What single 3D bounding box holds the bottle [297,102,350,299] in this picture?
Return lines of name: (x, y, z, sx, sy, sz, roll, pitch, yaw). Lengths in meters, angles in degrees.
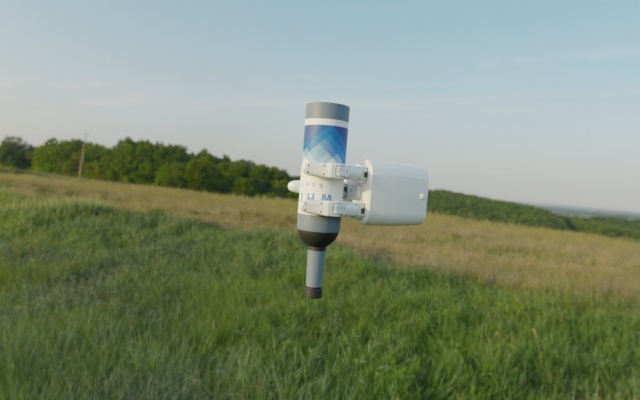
bottle: (0.000, 0.002, 0.732, 0.069, 0.296, 0.069, 5, 2, 0)
